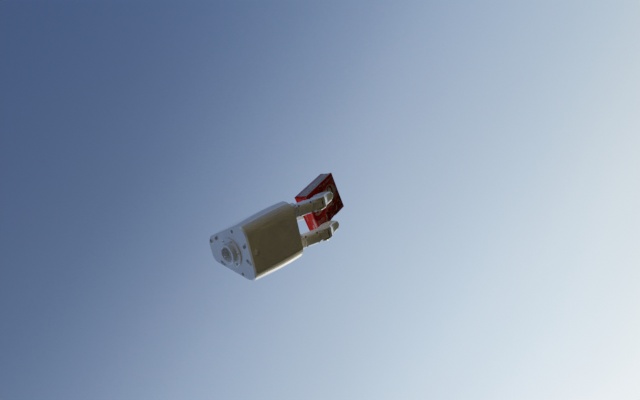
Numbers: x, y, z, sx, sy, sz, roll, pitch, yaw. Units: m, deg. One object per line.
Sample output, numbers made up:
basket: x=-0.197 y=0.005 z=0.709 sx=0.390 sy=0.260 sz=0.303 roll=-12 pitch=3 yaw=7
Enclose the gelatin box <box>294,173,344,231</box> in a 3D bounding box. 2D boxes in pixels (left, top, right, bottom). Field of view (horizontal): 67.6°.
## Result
gelatin box: x=0.000 y=0.003 z=0.862 sx=0.030 sy=0.073 sz=0.089 roll=-2 pitch=30 yaw=39
